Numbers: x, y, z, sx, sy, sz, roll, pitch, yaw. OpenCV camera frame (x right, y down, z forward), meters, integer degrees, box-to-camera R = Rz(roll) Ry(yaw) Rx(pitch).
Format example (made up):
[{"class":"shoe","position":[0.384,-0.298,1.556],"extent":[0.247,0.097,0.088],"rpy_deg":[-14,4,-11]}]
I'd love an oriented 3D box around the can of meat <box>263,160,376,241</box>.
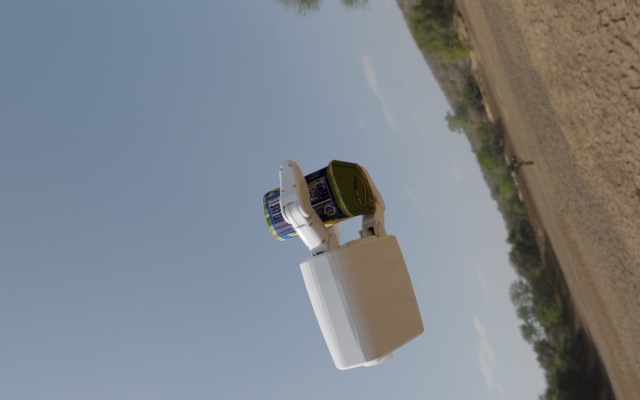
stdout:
[{"class":"can of meat","position":[0.000,0.002,0.495],"extent":[0.084,0.057,0.102],"rpy_deg":[-22,-7,22]}]
